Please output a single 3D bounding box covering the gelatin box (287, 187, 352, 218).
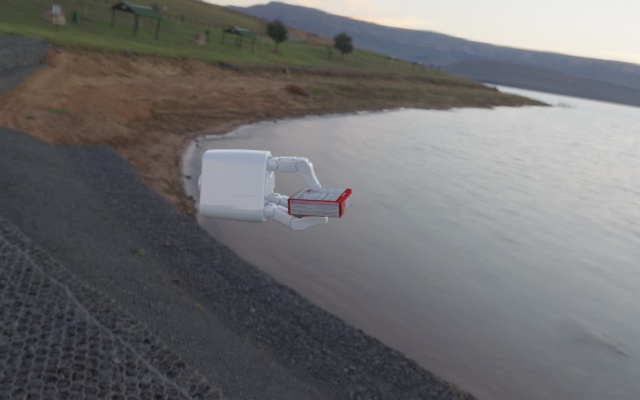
[{"bbox_3d":[0.000,0.002,0.772,0.089,0.030,0.073,2,17,18],"label":"gelatin box"}]
